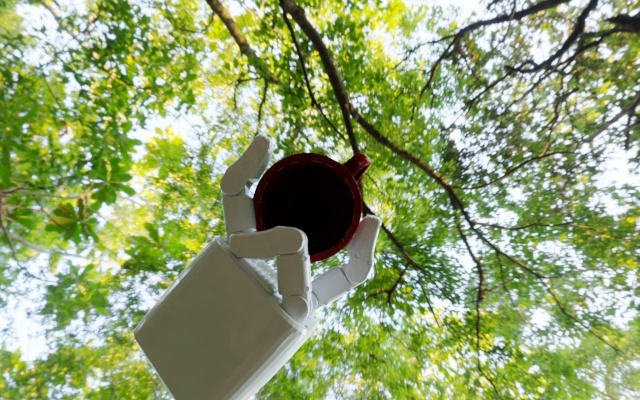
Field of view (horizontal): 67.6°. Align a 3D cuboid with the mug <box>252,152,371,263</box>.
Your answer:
[{"bbox_3d":[0.001,0.000,0.437,0.093,0.117,0.081,43,-1,9],"label":"mug"}]
